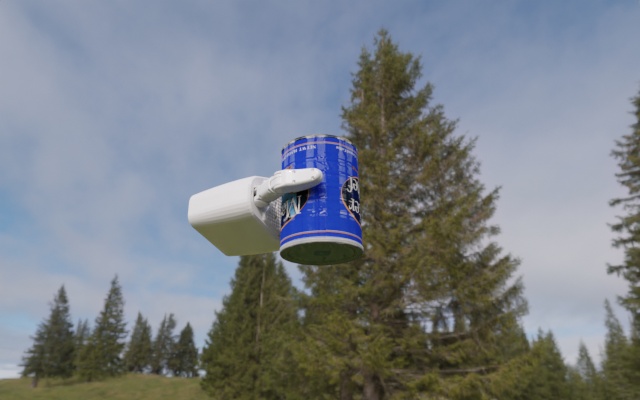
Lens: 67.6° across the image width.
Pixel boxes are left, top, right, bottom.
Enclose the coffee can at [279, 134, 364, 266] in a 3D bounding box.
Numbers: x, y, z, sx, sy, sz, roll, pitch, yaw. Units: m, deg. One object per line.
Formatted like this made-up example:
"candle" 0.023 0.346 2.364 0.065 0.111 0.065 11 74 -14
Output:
"coffee can" 0.000 0.002 0.608 0.103 0.140 0.103 -1 -22 0
